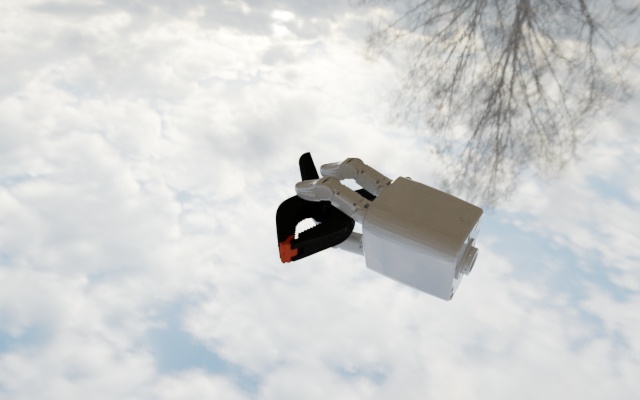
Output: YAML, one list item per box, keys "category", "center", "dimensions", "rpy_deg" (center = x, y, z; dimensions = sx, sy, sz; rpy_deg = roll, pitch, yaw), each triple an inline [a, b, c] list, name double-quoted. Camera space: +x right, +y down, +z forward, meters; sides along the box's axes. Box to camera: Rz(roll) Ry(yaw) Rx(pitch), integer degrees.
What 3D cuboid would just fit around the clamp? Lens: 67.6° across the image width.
- category: "clamp"
  center: [0.000, 0.003, 0.587]
  dimensions: [0.164, 0.036, 0.210]
  rpy_deg: [20, 38, 27]
